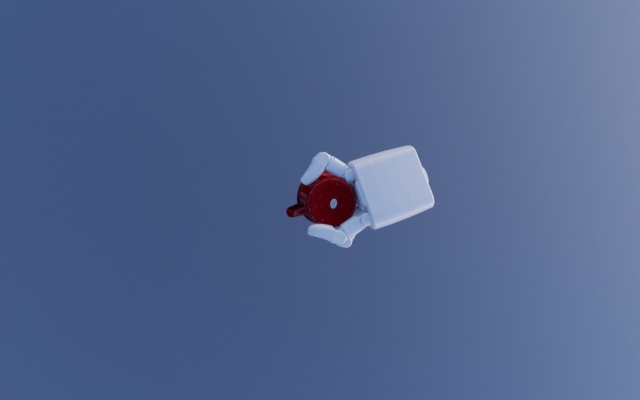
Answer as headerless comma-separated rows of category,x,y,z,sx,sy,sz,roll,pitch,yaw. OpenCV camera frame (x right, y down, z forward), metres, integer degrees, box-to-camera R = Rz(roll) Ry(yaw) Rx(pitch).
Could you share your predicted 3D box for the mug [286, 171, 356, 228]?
mug,-0.001,0.003,0.783,0.117,0.093,0.081,-16,9,-7
